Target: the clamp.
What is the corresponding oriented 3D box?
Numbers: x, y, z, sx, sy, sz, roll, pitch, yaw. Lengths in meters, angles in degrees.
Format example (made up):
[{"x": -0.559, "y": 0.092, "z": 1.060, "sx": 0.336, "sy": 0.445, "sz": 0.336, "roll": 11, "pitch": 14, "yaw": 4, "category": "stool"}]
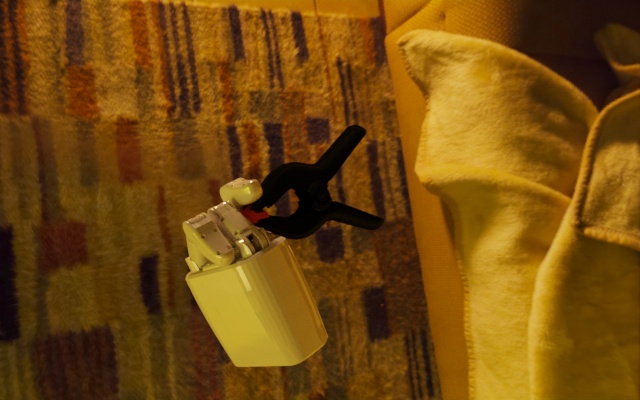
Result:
[{"x": 0.000, "y": 0.002, "z": 0.506, "sx": 0.171, "sy": 0.120, "sz": 0.039, "roll": -28, "pitch": 10, "yaw": -28, "category": "clamp"}]
